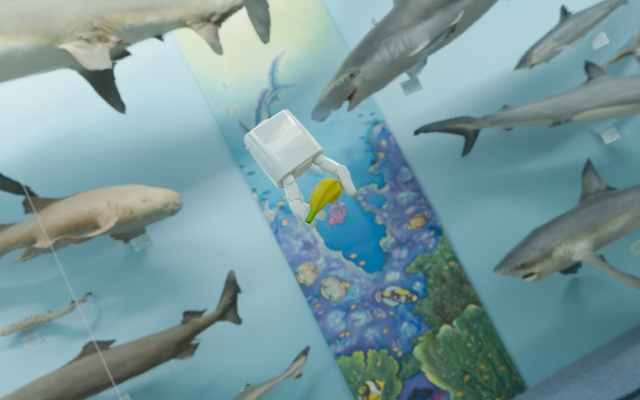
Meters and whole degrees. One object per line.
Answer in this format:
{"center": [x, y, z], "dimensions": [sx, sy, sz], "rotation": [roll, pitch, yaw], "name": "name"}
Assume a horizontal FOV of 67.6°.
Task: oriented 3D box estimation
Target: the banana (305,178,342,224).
{"center": [0.010, -0.011, 0.879], "dimensions": [0.037, 0.070, 0.198], "rotation": [38, 16, 6], "name": "banana"}
